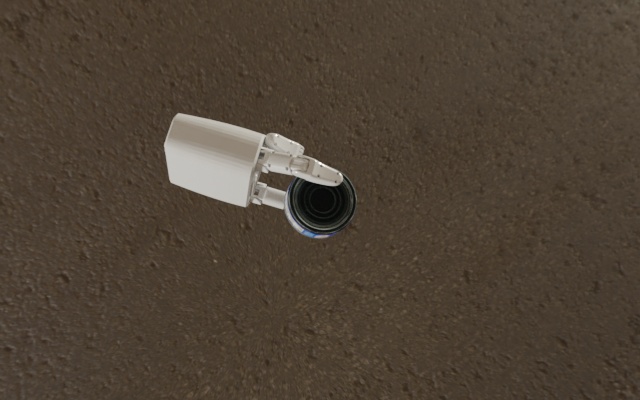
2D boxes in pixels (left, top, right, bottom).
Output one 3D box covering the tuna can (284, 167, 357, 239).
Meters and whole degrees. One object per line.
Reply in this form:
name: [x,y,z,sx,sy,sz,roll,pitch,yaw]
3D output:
tuna can: [0.000,0.002,0.578,0.086,0.086,0.034,0,-12,-11]
